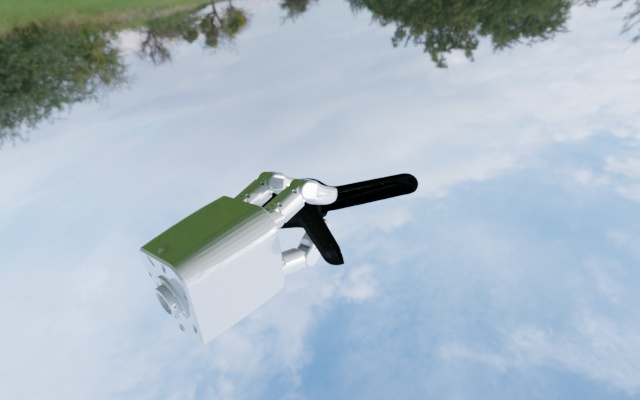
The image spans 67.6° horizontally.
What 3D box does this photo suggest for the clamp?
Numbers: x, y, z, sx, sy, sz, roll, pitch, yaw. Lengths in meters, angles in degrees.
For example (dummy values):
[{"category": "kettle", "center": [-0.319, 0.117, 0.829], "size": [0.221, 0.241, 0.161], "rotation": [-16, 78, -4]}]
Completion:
[{"category": "clamp", "center": [0.000, 0.003, 0.570], "size": [0.164, 0.036, 0.210], "rotation": [-34, 31, -34]}]
